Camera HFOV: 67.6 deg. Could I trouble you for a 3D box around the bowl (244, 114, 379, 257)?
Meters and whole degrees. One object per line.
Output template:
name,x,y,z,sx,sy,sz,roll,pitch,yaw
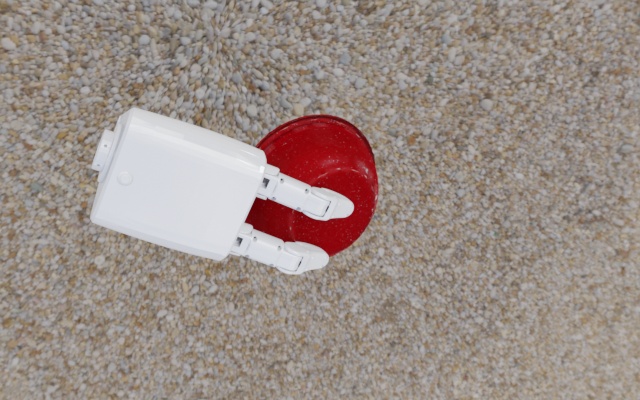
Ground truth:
bowl,0.001,0.002,0.466,0.162,0.162,0.055,0,25,-32
